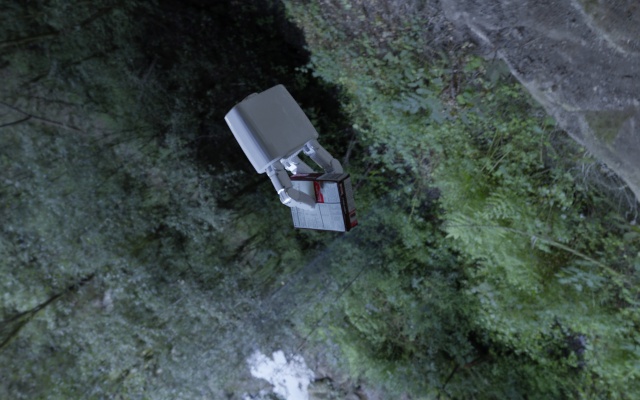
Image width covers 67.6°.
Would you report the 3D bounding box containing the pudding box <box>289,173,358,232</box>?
[{"bbox_3d":[0.000,0.003,0.783,0.113,0.090,0.039,3,23,37],"label":"pudding box"}]
